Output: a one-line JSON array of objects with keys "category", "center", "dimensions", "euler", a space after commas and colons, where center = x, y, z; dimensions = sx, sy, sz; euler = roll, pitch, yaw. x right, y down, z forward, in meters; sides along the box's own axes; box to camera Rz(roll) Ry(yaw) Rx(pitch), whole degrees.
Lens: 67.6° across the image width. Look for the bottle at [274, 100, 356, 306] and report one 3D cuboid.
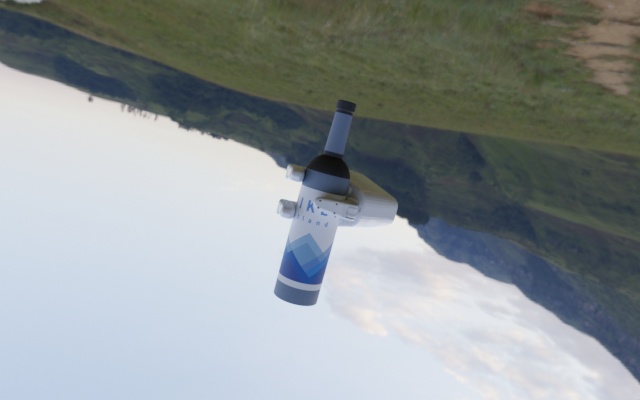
[{"category": "bottle", "center": [0.000, 0.003, 0.690], "dimensions": [0.069, 0.296, 0.069], "euler": [15, 7, -2]}]
